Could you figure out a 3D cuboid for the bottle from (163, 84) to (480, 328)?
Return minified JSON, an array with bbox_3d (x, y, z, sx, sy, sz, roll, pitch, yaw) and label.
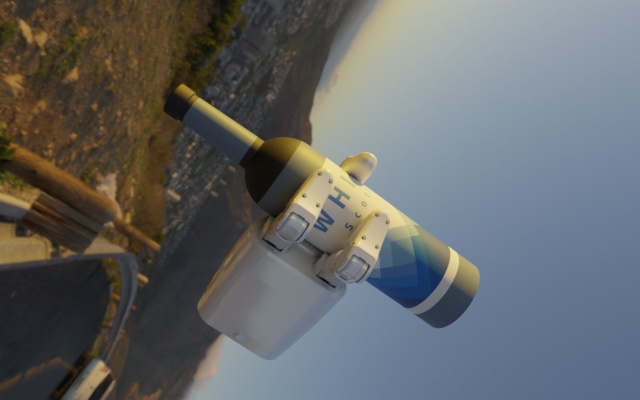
[{"bbox_3d":[0.000,0.001,0.406,0.296,0.069,0.069,35,-6,-8],"label":"bottle"}]
